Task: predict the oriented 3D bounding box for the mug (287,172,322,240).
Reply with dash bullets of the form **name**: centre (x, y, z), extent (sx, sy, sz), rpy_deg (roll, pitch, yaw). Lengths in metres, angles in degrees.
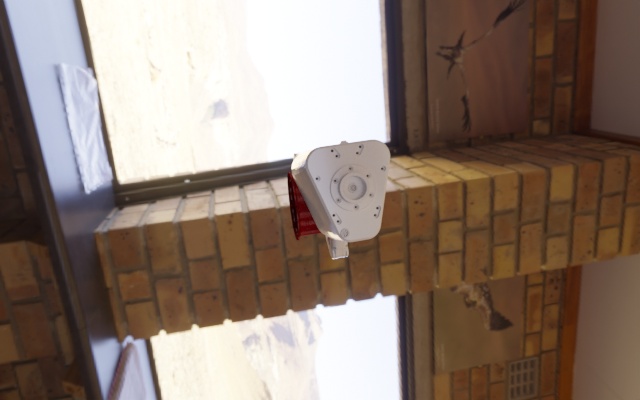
- **mug**: centre (0.000, 0.002, 0.660), extent (0.081, 0.093, 0.117), rpy_deg (-8, 3, -8)
